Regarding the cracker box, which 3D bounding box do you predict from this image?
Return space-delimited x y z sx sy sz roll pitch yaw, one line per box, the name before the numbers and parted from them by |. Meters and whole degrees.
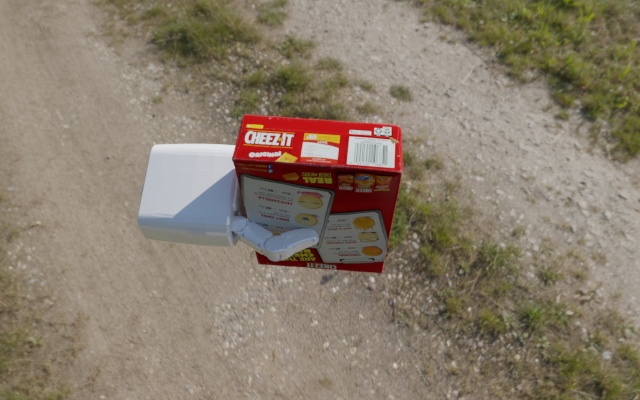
cracker box | 0.000 0.002 0.549 0.164 0.072 0.214 4 -34 4
